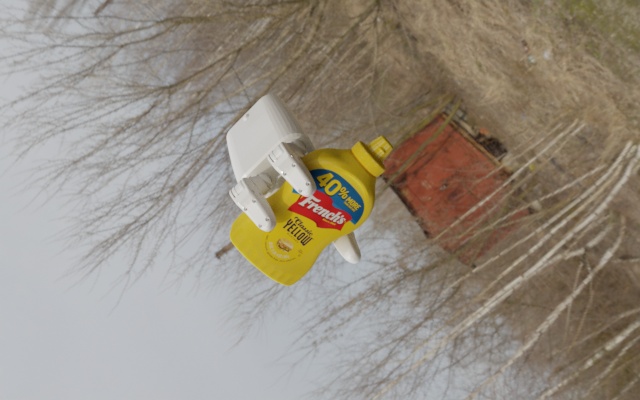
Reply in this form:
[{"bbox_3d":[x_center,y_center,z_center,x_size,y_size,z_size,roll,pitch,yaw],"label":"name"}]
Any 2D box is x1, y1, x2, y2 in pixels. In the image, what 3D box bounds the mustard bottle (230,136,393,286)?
[{"bbox_3d":[0.000,0.002,0.510,0.192,0.096,0.058,-42,18,14],"label":"mustard bottle"}]
